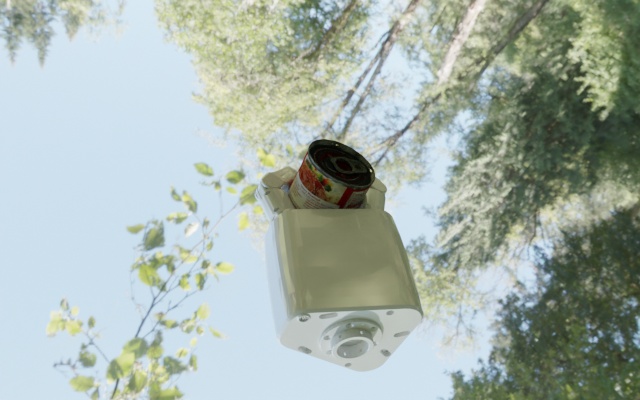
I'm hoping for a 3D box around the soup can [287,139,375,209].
[{"bbox_3d":[0.000,0.001,0.463,0.068,0.102,0.068,19,35,-14],"label":"soup can"}]
